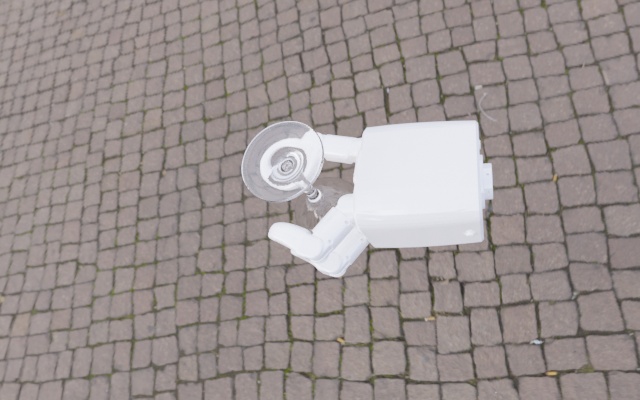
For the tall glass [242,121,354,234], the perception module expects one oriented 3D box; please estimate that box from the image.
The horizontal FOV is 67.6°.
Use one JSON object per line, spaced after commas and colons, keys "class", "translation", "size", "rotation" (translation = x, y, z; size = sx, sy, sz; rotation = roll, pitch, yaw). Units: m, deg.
{"class": "tall glass", "translation": [0.000, 0.001, 0.483], "size": [0.079, 0.079, 0.201], "rotation": [0, -21, 20]}
